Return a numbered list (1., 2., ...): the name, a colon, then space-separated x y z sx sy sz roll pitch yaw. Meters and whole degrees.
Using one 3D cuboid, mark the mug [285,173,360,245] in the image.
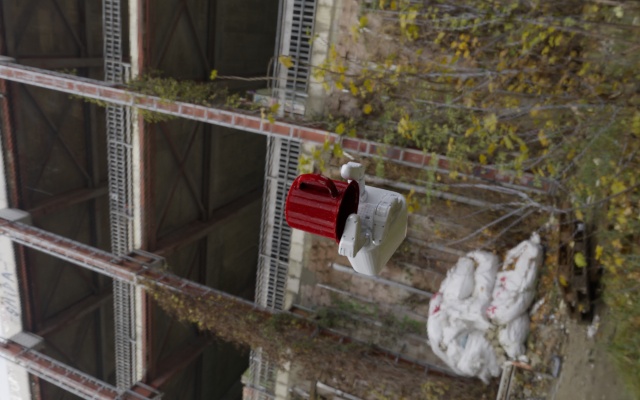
1. mug: 0.000 0.001 0.669 0.081 0.093 0.117 14 -28 20
